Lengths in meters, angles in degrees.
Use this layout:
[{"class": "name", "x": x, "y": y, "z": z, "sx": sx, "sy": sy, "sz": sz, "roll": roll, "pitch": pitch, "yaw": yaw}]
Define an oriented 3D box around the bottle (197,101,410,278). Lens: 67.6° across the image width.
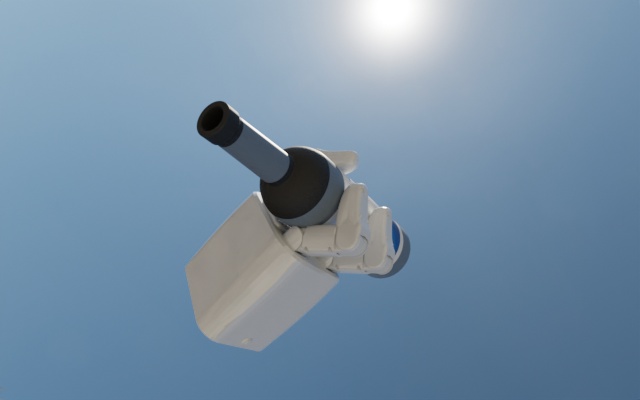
[{"class": "bottle", "x": 0.000, "y": 0.001, "z": 0.429, "sx": 0.069, "sy": 0.069, "sz": 0.296, "roll": 0, "pitch": -22, "yaw": 31}]
